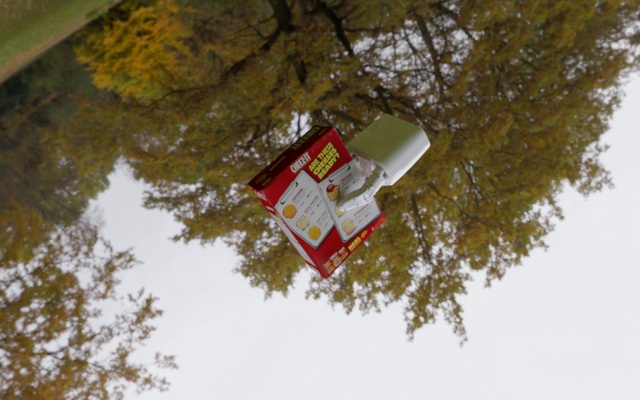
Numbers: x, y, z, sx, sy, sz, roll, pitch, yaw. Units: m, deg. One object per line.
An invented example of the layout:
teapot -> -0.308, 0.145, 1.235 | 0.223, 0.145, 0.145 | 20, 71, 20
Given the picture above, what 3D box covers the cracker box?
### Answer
cracker box -> 0.000, 0.003, 0.831 | 0.164, 0.214, 0.072 | -43, 30, -16
